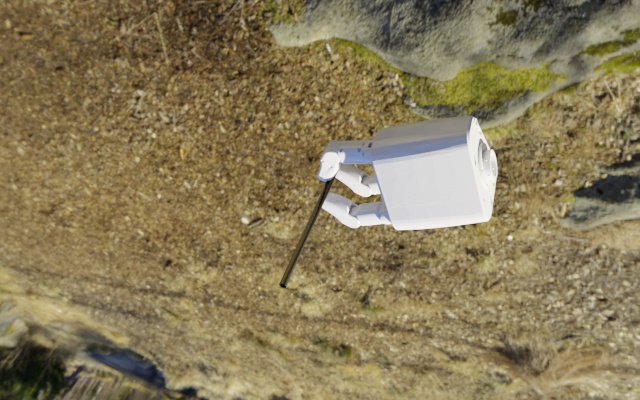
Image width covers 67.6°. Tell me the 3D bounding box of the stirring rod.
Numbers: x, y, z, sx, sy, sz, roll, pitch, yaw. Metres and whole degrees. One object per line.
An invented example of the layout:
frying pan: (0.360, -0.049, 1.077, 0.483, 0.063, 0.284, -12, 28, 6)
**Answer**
stirring rod: (0.000, 0.002, 0.563, 0.011, 0.239, 0.011, 14, -40, 12)
